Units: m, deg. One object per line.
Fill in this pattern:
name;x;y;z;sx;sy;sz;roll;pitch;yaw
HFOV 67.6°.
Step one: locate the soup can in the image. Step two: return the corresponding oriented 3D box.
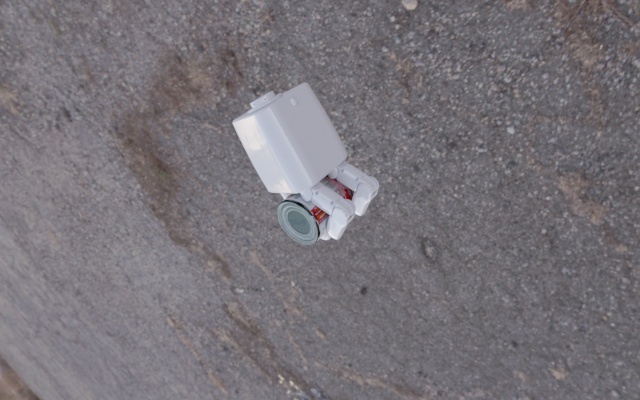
soup can;0.000;0.003;0.621;0.068;0.068;0.102;0;32;43
